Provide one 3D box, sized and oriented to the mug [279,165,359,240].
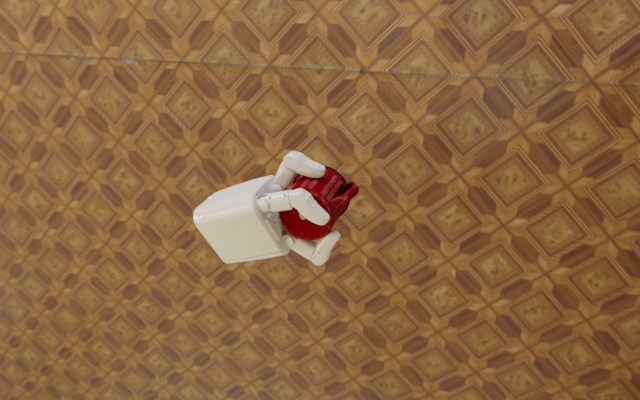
[{"bbox_3d":[0.001,0.002,0.686,0.117,0.093,0.081,-15,19,24],"label":"mug"}]
